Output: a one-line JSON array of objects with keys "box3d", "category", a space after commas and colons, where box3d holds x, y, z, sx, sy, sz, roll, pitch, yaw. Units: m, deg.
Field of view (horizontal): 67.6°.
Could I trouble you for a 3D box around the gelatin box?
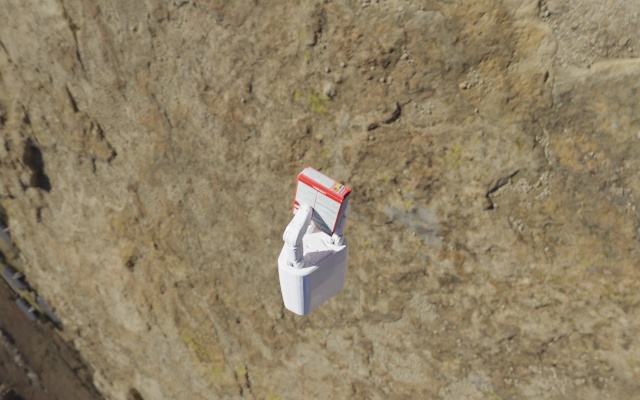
[{"box3d": [0.000, 0.002, 0.690, 0.073, 0.089, 0.030, 30, 52, 14], "category": "gelatin box"}]
